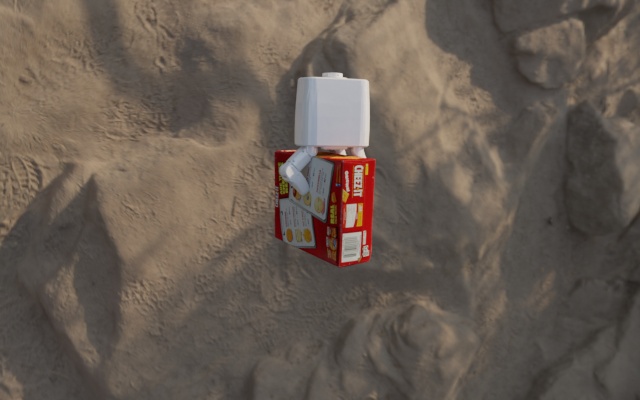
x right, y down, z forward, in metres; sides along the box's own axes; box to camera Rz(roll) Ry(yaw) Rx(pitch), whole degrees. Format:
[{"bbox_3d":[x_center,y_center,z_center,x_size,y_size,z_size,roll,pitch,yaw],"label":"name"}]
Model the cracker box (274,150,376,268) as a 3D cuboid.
[{"bbox_3d":[0.000,0.003,0.802,0.072,0.164,0.213,-5,11,-32],"label":"cracker box"}]
